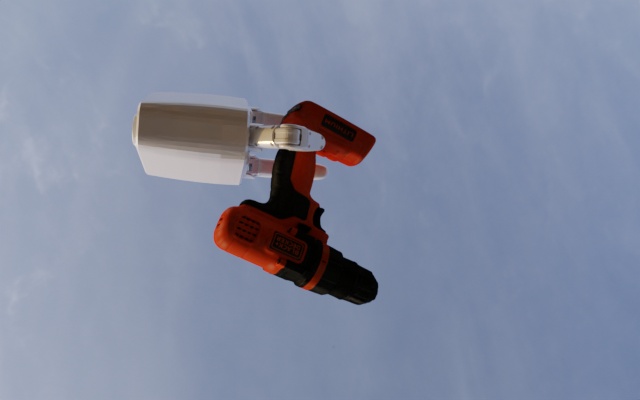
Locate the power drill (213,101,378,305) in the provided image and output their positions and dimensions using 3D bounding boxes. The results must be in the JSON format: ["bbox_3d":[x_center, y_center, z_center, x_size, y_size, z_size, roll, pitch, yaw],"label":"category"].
[{"bbox_3d":[0.000,0.001,0.511,0.184,0.187,0.057,27,-26,-20],"label":"power drill"}]
